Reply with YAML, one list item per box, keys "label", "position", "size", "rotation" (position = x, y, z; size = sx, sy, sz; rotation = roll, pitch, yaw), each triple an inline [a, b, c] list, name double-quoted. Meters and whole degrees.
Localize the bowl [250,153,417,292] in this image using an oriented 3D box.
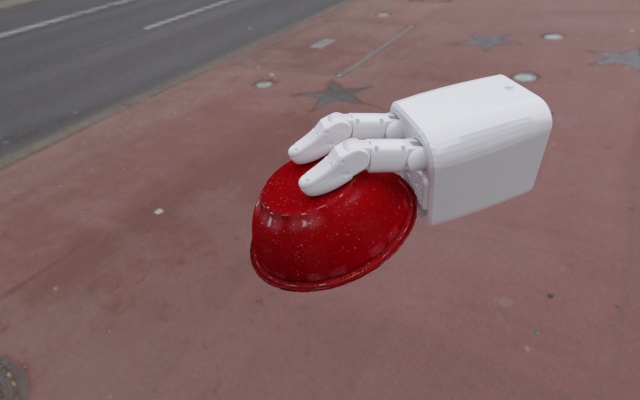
- label: "bowl"
  position: [-0.001, 0.002, 0.422]
  size: [0.162, 0.055, 0.162]
  rotation: [-17, 36, 13]
